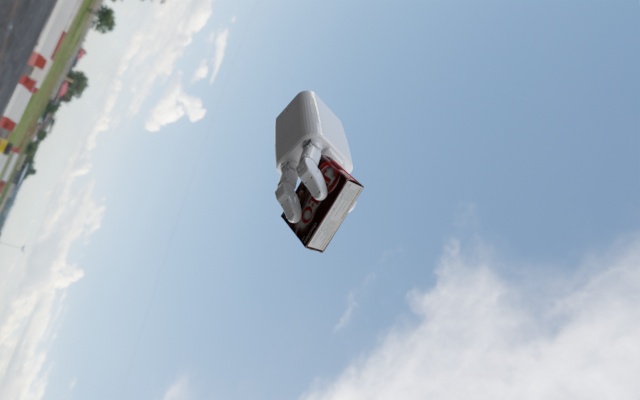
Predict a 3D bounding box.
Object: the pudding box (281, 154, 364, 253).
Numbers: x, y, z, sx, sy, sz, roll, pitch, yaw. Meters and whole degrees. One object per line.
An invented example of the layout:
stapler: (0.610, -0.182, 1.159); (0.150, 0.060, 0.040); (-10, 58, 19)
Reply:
pudding box: (0.000, 0.002, 0.668); (0.039, 0.113, 0.090); (20, 16, -35)
